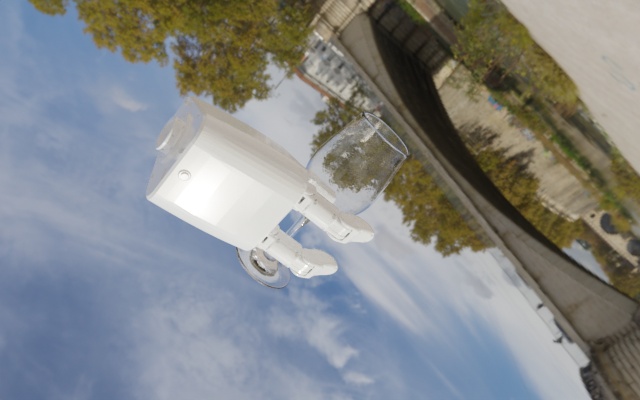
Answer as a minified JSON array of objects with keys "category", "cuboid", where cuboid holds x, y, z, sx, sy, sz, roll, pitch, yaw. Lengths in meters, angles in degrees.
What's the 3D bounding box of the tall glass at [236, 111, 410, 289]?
[{"category":"tall glass","cuboid":[0.000,0.002,0.494,0.201,0.079,0.079,-46,-21,21]}]
